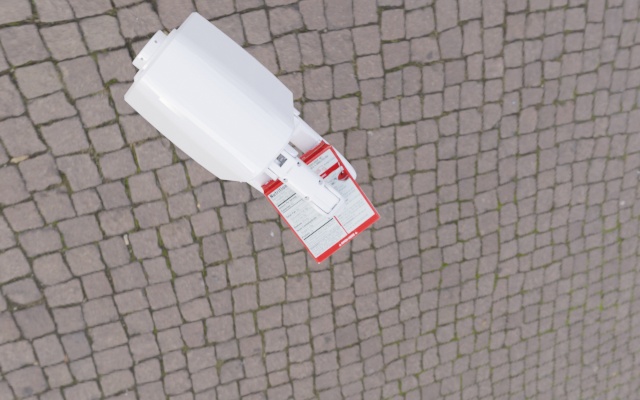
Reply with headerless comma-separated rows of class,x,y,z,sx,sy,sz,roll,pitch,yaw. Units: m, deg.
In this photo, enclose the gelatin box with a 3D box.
gelatin box,0.000,0.002,0.439,0.073,0.089,0.030,-37,20,-2
